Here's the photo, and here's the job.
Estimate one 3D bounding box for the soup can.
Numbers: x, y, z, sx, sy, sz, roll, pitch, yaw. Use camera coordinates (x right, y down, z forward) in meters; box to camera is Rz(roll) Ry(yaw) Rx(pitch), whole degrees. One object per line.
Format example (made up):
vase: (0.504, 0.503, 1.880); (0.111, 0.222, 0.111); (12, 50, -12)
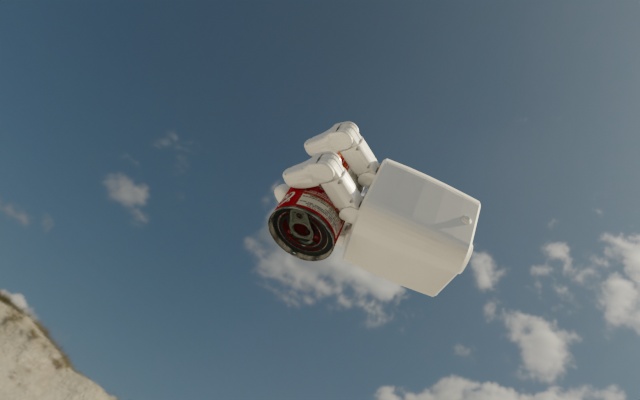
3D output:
soup can: (0.000, 0.001, 0.483); (0.068, 0.068, 0.102); (0, 39, 29)
